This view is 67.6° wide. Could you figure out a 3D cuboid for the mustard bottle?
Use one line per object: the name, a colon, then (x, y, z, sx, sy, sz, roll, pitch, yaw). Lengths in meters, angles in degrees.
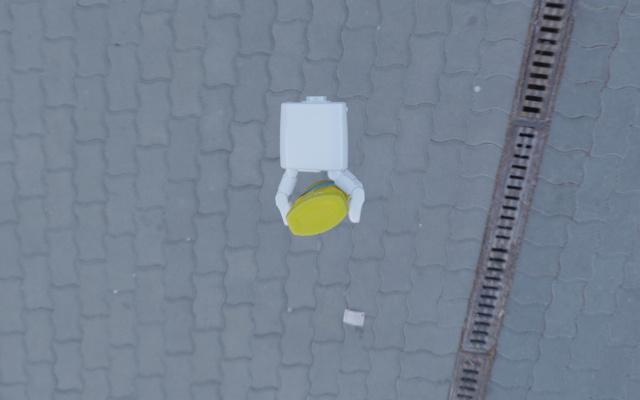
mustard bottle: (0.000, 0.003, 0.809, 0.096, 0.058, 0.191, -24, 10, 8)
